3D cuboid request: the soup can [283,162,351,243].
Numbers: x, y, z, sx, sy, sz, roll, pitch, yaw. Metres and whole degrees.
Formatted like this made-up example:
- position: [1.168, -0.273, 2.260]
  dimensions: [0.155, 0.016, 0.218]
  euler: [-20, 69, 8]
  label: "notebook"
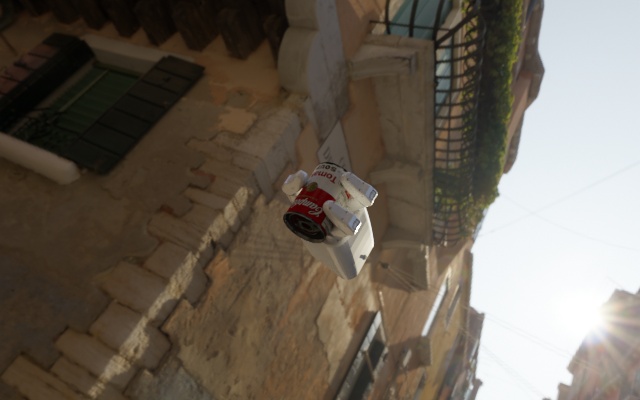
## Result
- position: [0.000, 0.002, 0.697]
  dimensions: [0.068, 0.102, 0.068]
  euler: [25, -29, 15]
  label: "soup can"
